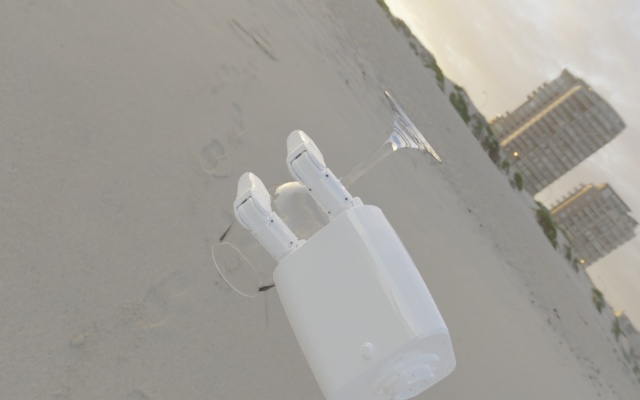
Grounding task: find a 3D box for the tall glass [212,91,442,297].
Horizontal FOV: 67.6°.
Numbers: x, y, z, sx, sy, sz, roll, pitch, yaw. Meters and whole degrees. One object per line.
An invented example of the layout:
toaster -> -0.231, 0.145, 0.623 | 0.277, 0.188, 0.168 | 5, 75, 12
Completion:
tall glass -> 0.001, 0.001, 0.409 | 0.201, 0.079, 0.079 | -39, -11, 13
